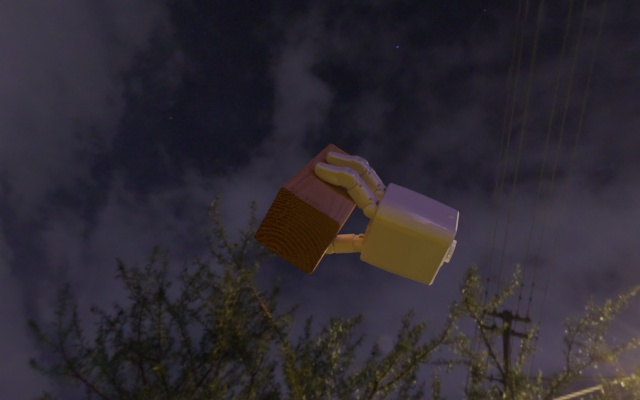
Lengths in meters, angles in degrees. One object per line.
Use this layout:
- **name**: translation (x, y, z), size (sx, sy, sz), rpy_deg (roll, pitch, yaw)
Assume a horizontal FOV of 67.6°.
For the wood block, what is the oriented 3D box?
- **wood block**: translation (0.000, 0.003, 0.683), size (0.090, 0.091, 0.206), rpy_deg (33, 27, 4)
